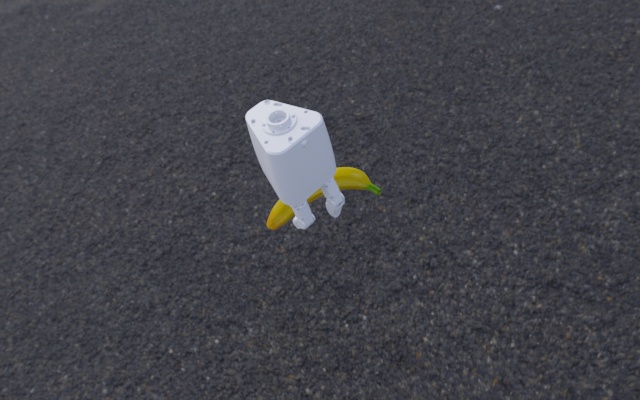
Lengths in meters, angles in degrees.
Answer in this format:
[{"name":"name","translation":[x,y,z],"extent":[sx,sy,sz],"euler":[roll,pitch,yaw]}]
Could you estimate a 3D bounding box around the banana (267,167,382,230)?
[{"name":"banana","translation":[-0.003,-0.013,0.791],"extent":[0.198,0.069,0.037],"euler":[-19,-35,-5]}]
